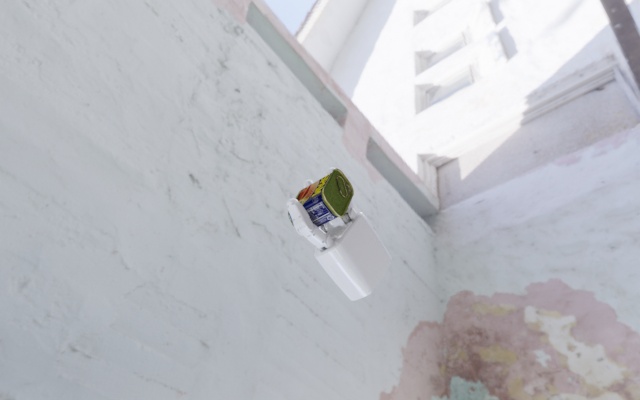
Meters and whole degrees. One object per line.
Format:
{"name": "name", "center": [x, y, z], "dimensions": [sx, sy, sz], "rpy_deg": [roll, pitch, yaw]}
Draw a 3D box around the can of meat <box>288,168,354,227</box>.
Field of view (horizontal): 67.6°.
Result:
{"name": "can of meat", "center": [0.000, 0.003, 0.803], "dimensions": [0.084, 0.057, 0.102], "rpy_deg": [-29, 18, 30]}
